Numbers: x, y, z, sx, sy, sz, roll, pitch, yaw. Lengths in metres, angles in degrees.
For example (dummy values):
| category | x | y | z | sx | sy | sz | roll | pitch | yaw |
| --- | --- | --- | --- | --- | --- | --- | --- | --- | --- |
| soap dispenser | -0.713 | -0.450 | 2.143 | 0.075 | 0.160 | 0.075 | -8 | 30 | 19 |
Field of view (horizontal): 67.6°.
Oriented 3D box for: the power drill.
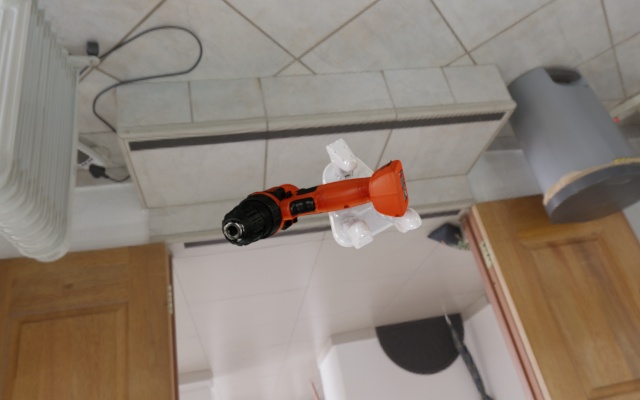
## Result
| category | x | y | z | sx | sy | sz | roll | pitch | yaw |
| --- | --- | --- | --- | --- | --- | --- | --- | --- | --- |
| power drill | 0.001 | 0.002 | 0.538 | 0.187 | 0.057 | 0.184 | -9 | 10 | 16 |
